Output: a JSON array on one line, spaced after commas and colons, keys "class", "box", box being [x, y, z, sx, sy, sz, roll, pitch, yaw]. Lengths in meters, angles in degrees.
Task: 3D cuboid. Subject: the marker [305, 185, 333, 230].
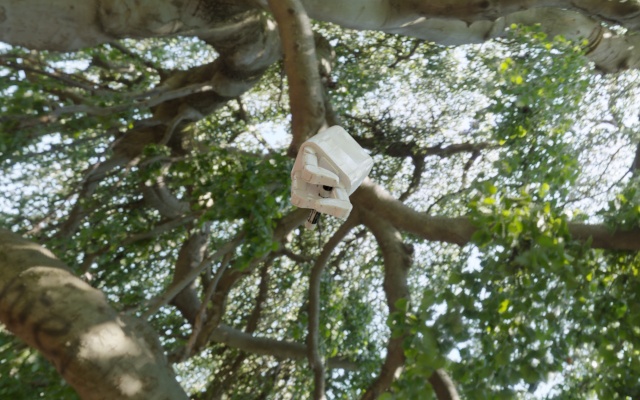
[{"class": "marker", "box": [0.000, 0.003, 0.819, 0.020, 0.121, 0.020, 15, 38, -12]}]
